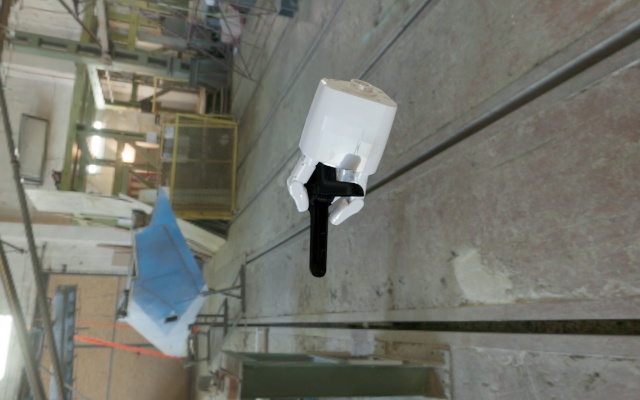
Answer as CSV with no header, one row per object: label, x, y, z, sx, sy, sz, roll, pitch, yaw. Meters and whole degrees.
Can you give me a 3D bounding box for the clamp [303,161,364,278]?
clamp,-0.001,0.002,0.734,0.036,0.165,0.209,11,27,-22
